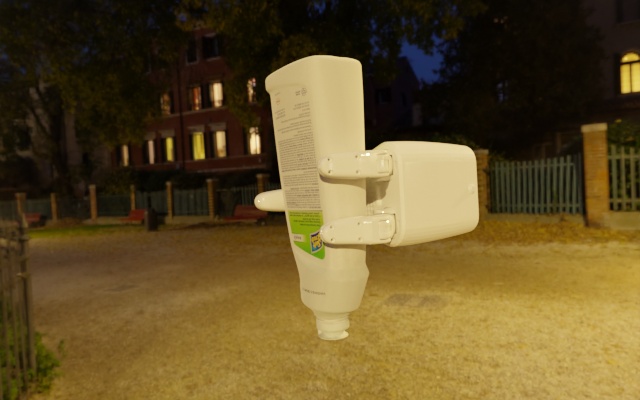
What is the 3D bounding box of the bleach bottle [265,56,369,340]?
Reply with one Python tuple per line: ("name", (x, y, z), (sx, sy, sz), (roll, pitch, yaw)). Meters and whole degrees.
("bleach bottle", (0.000, 0.001, 0.450), (0.068, 0.251, 0.102), (-5, 2, -31))
